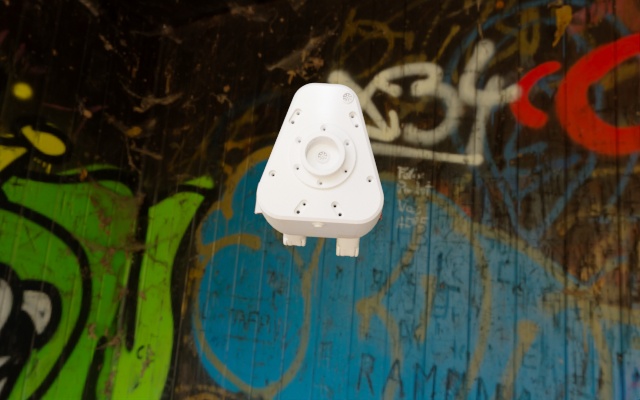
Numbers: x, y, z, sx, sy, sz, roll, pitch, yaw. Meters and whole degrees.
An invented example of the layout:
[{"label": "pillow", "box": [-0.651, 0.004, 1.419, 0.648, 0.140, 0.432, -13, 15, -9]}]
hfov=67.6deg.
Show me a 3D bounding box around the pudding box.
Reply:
[{"label": "pudding box", "box": [0.000, 0.002, 0.522, 0.113, 0.039, 0.090, 0, -8, 29]}]
